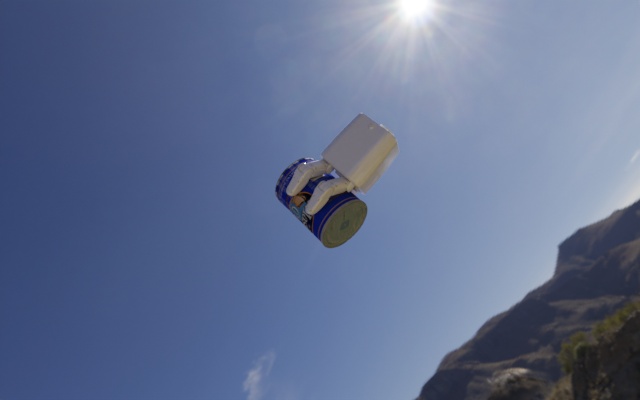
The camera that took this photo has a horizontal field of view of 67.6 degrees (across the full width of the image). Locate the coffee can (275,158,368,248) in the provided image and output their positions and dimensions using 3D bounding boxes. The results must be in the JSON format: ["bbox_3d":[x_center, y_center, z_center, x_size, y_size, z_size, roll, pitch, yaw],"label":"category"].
[{"bbox_3d":[0.000,0.003,0.859,0.103,0.103,0.140,0,35,-50],"label":"coffee can"}]
